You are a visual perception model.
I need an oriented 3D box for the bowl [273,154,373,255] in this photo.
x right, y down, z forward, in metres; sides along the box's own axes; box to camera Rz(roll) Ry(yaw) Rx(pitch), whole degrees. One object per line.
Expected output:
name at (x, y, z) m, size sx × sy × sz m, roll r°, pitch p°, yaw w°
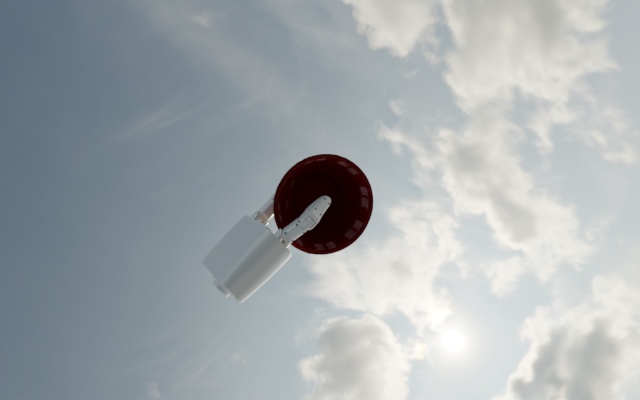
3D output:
bowl at (0.001, 0.002, 0.766) m, size 0.162 × 0.162 × 0.055 m, roll 0°, pitch 12°, yaw -15°
